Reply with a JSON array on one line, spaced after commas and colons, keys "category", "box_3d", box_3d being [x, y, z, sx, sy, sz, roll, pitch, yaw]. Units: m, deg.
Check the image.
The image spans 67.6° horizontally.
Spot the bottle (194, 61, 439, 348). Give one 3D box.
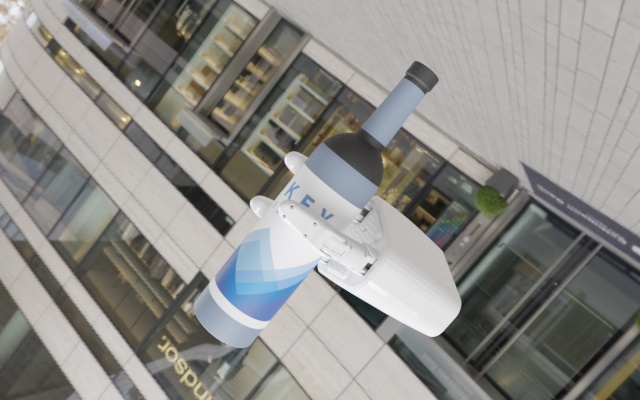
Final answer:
[{"category": "bottle", "box_3d": [0.000, 0.002, 0.431, 0.069, 0.296, 0.069, 38, 8, -6]}]
